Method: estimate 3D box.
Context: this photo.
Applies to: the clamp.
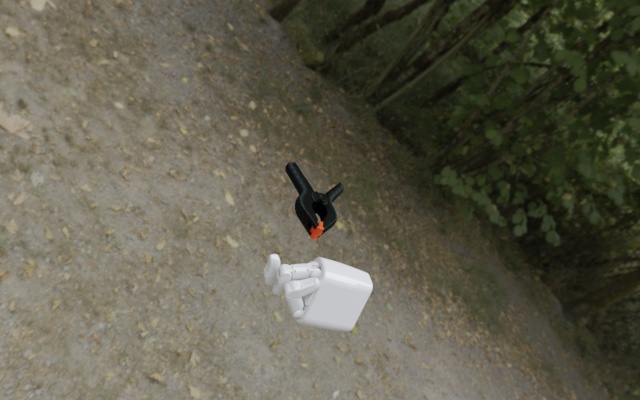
[{"bbox_3d":[0.000,0.002,0.853,0.120,0.171,0.039,12,-48,-23],"label":"clamp"}]
